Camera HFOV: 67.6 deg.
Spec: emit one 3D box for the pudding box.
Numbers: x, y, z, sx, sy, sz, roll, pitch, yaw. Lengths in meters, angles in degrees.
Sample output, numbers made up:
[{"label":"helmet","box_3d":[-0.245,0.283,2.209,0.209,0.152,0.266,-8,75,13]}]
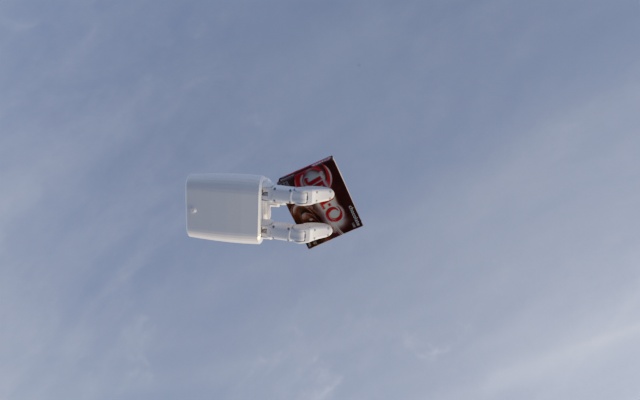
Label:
[{"label":"pudding box","box_3d":[0.000,0.002,0.704,0.090,0.113,0.039,-24,15,7]}]
